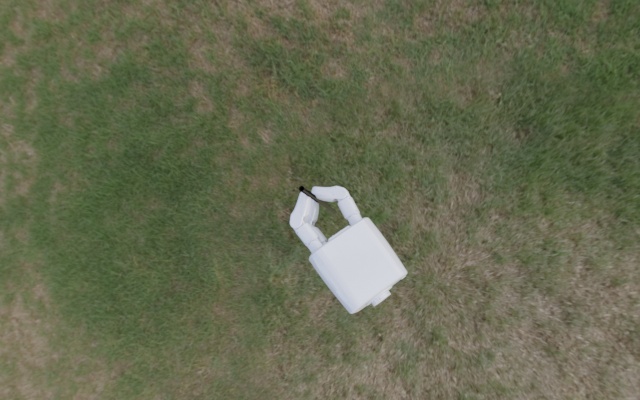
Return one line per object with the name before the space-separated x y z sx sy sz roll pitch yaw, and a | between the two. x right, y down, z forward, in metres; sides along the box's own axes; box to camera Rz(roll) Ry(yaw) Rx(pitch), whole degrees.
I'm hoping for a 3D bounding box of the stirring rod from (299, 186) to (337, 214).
stirring rod | 0.000 0.003 0.807 0.011 0.011 0.239 0 -10 13
